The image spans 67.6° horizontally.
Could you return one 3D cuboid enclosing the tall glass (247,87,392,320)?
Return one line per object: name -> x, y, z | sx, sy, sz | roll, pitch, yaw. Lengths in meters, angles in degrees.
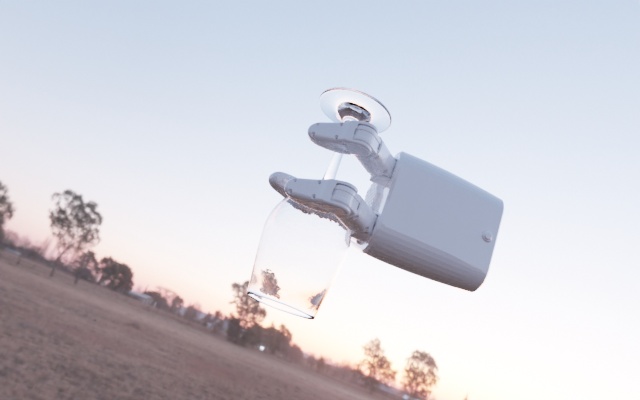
tall glass -> 0.000, 0.001, 0.433 | 0.079, 0.201, 0.079 | 19, -18, 7
